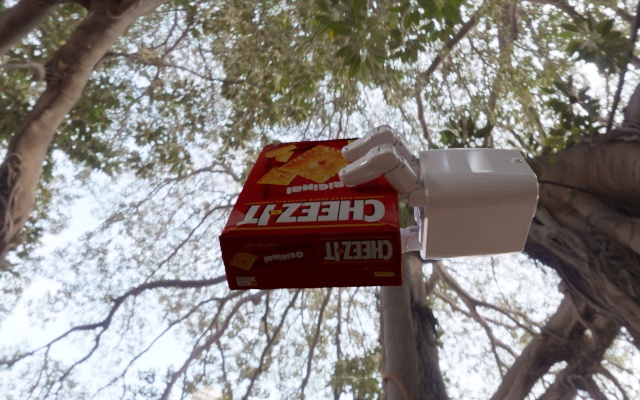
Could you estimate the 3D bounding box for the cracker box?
[{"bbox_3d":[0.000,0.002,0.515,0.164,0.072,0.213,-3,28,8],"label":"cracker box"}]
